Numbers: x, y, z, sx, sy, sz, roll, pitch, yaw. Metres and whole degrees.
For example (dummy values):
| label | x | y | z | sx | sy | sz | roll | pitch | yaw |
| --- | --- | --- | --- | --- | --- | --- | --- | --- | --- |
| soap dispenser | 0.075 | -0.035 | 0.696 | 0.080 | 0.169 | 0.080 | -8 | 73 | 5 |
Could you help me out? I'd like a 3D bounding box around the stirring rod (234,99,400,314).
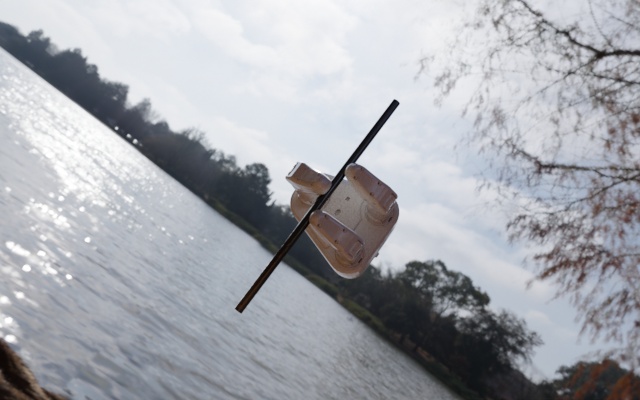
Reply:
| label | x | y | z | sx | sy | sz | roll | pitch | yaw |
| --- | --- | --- | --- | --- | --- | --- | --- | --- | --- |
| stirring rod | 0.000 | 0.001 | 0.434 | 0.011 | 0.239 | 0.011 | 36 | -9 | 6 |
